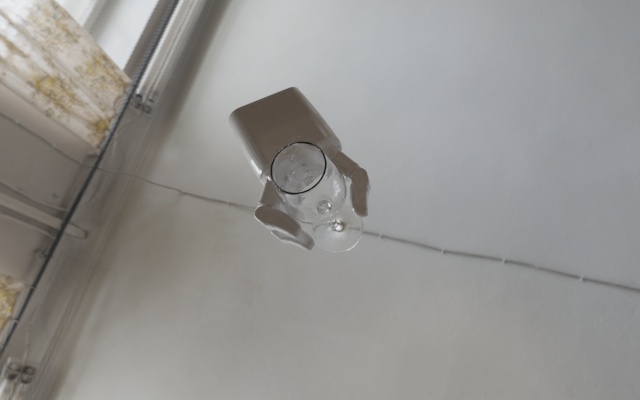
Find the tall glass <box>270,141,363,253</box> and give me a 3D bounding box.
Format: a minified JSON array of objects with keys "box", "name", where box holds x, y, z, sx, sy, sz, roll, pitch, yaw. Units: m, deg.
[{"box":[0.000,0.002,0.588,0.079,0.079,0.201,0,-22,15],"name":"tall glass"}]
